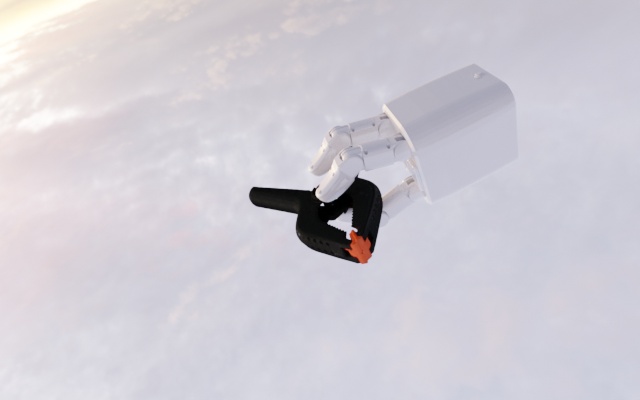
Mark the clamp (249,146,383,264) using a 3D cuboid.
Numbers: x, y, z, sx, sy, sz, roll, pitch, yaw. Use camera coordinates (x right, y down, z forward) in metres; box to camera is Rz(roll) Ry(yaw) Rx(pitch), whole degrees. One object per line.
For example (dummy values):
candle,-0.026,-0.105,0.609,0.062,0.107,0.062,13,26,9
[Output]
clamp,0.001,0.002,0.512,0.164,0.036,0.209,-28,33,7
